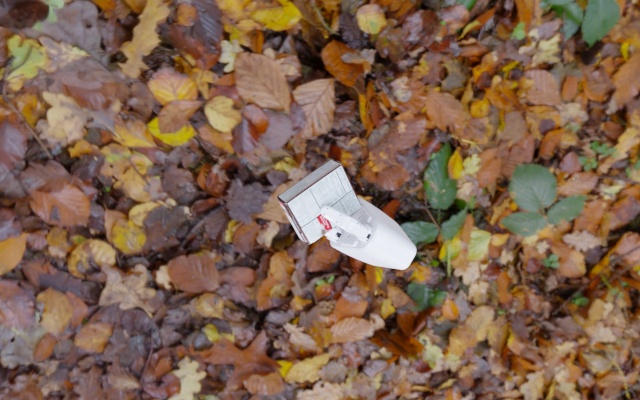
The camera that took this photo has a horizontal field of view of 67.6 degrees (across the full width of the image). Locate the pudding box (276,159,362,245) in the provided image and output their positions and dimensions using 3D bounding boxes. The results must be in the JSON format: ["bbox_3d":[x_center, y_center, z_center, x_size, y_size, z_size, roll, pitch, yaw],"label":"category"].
[{"bbox_3d":[0.000,0.003,0.756,0.113,0.090,0.039,-36,29,-15],"label":"pudding box"}]
